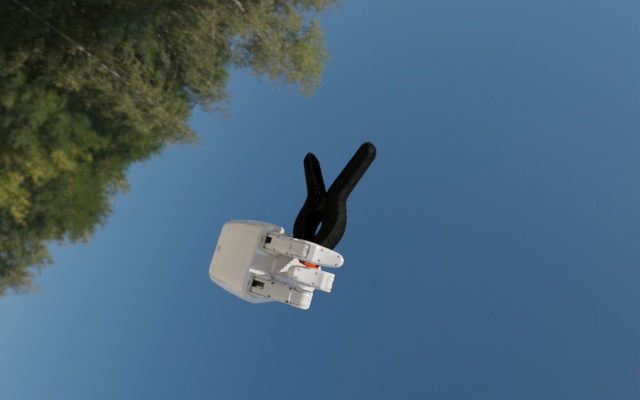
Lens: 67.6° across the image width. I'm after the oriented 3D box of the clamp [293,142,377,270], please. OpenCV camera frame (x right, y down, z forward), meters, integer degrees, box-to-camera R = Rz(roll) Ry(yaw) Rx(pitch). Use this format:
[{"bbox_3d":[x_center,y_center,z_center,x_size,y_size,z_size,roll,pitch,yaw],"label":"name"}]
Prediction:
[{"bbox_3d":[0.001,0.002,0.617,0.039,0.171,0.120,32,-16,-33],"label":"clamp"}]
